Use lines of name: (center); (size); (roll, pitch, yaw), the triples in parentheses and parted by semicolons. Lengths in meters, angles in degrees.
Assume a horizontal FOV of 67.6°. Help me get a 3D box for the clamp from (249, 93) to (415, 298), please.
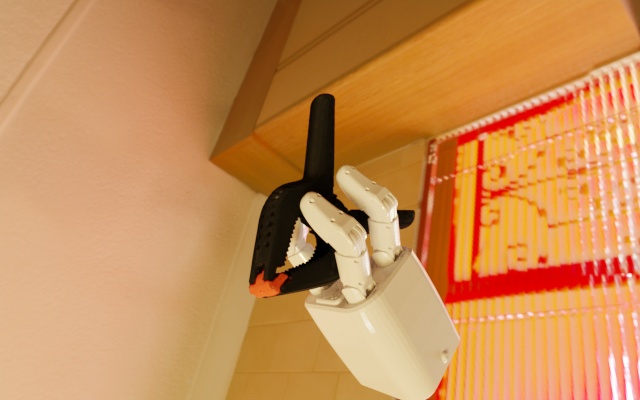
clamp: (-0.001, 0.002, 0.429); (0.036, 0.164, 0.210); (-25, 12, 45)
